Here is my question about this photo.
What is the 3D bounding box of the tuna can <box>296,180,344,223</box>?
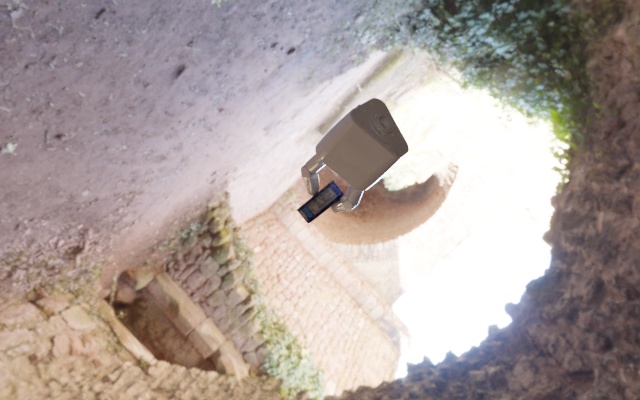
[{"bbox_3d":[0.000,0.003,0.852,0.086,0.034,0.086,-39,1,1],"label":"tuna can"}]
